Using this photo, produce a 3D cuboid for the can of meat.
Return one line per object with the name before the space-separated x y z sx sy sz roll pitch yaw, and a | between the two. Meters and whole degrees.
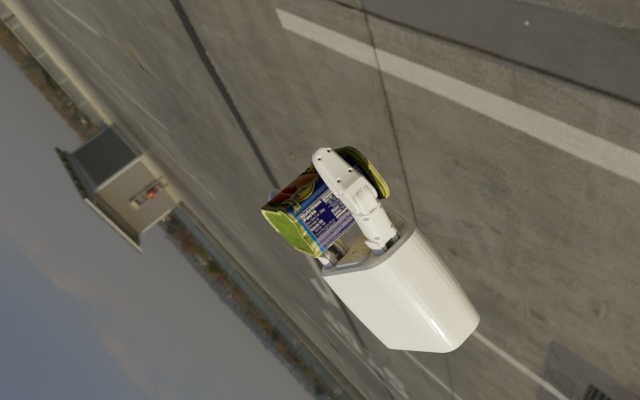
can of meat | 0.000 0.002 0.433 0.084 0.057 0.102 -42 14 -14
